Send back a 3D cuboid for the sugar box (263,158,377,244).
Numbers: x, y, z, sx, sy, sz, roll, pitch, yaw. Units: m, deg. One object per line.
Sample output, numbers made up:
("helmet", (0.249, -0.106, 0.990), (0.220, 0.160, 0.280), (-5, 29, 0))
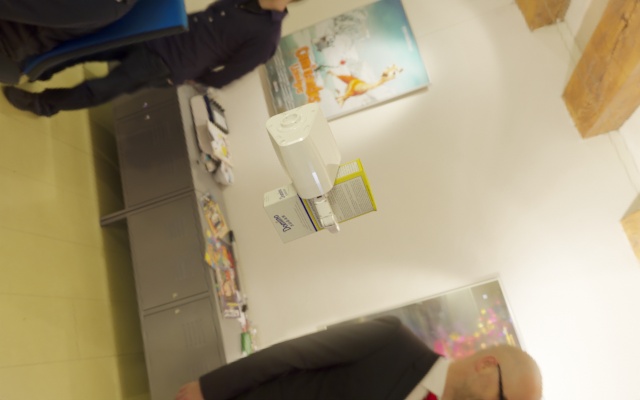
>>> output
("sugar box", (0.000, 0.002, 0.813), (0.176, 0.093, 0.048), (-18, 37, 8))
